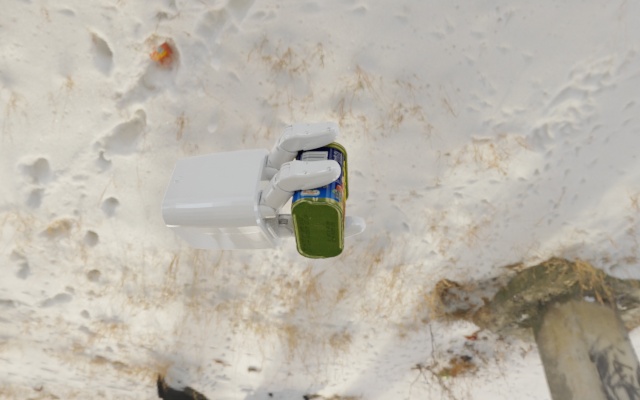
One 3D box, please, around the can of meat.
[{"bbox_3d":[0.000,0.002,0.512,0.057,0.083,0.102,0,-41,5],"label":"can of meat"}]
